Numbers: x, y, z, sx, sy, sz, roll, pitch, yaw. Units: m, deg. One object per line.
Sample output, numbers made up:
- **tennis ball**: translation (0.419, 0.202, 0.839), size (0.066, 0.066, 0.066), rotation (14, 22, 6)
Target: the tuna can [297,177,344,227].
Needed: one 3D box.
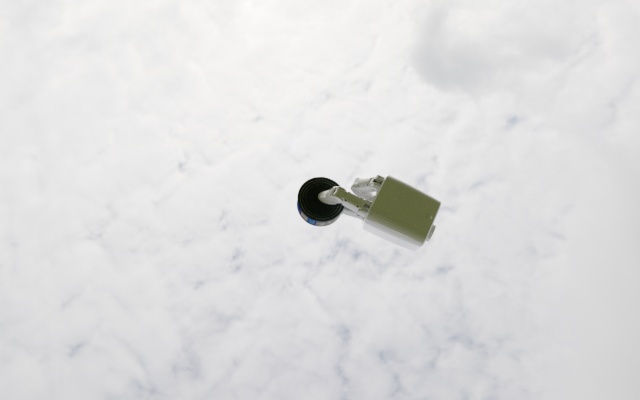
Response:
- **tuna can**: translation (0.000, 0.003, 0.855), size (0.086, 0.086, 0.034), rotation (0, -23, -7)
